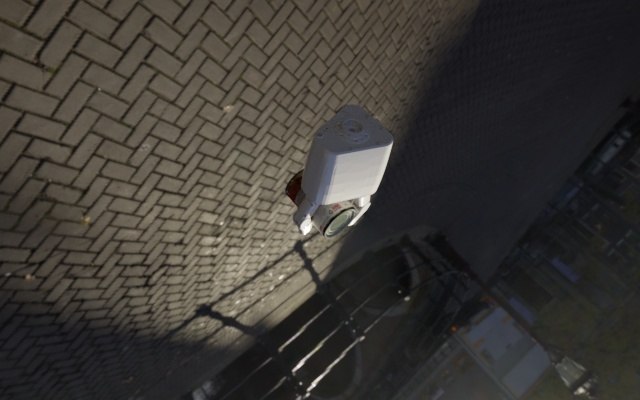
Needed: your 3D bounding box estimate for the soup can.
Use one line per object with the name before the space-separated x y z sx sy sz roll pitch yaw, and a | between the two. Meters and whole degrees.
soup can | 0.000 0.003 0.772 0.102 0.068 0.068 47 23 24
